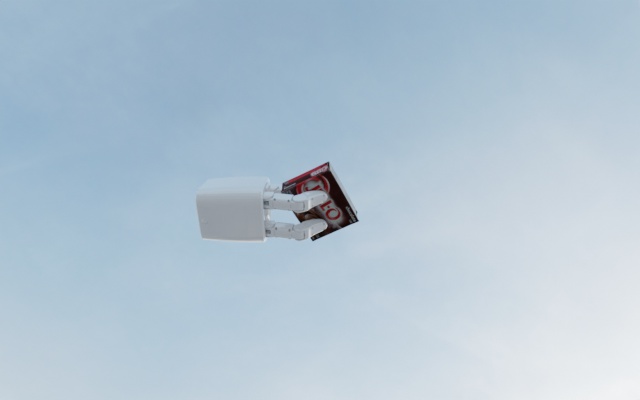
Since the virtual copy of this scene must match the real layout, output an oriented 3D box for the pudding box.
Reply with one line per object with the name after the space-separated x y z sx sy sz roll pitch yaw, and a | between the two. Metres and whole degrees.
0.000 0.003 0.794 0.090 0.113 0.039 -24 30 14 | pudding box
